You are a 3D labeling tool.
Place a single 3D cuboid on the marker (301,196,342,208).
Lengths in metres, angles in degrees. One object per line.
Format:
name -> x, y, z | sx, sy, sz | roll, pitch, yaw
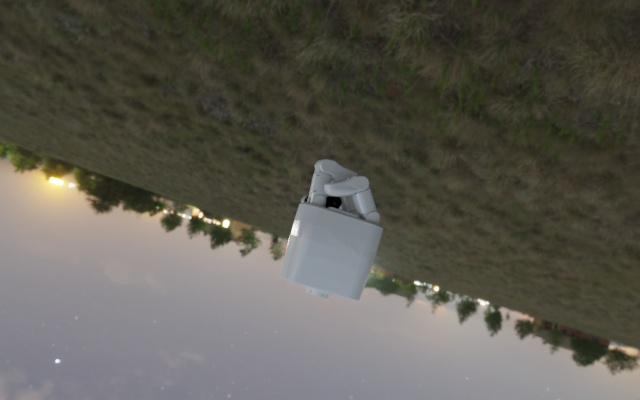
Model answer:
marker -> 0.000, 0.002, 0.685 | 0.020, 0.020, 0.121 | 0, 0, -21
